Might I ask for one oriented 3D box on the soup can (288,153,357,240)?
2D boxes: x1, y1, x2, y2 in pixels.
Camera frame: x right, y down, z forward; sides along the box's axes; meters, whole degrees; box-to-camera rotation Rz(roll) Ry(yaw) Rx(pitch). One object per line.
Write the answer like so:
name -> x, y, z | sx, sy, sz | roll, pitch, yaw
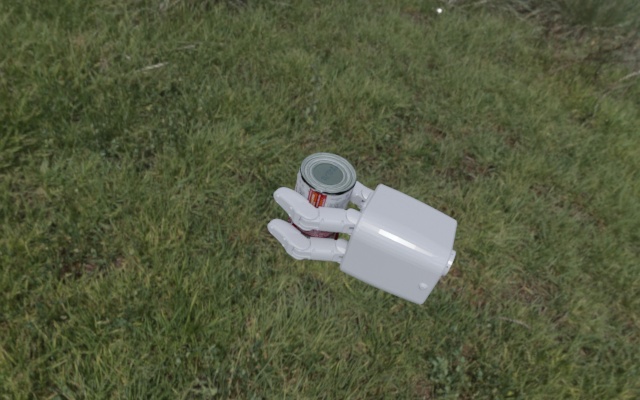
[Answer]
soup can -> 0.000, 0.001, 0.572 | 0.068, 0.068, 0.102 | 0, -42, -15
